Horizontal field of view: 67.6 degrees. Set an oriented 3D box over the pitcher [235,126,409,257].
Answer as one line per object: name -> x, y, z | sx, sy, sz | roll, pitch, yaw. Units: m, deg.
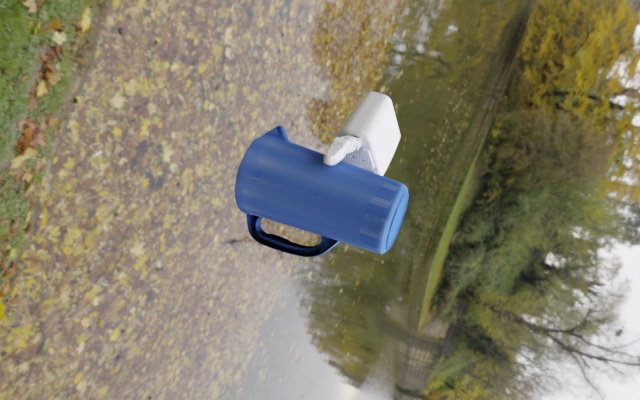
pitcher -> 0.000, 0.002, 0.729 | 0.243, 0.145, 0.149 | 19, -35, 18
